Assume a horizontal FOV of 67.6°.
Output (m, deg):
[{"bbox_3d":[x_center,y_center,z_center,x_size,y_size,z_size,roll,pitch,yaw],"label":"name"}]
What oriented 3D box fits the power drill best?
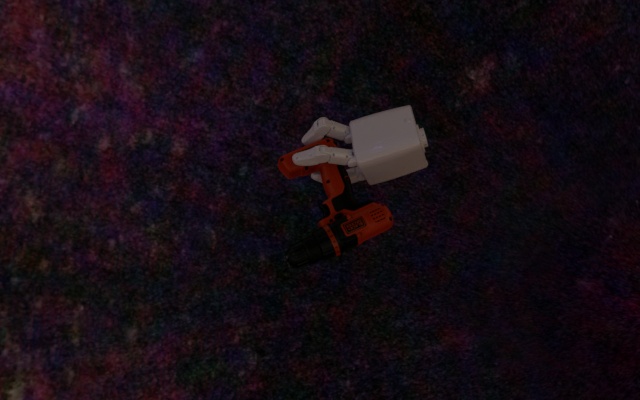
[{"bbox_3d":[0.000,0.002,0.781,0.184,0.187,0.057,-23,-19,-11],"label":"power drill"}]
